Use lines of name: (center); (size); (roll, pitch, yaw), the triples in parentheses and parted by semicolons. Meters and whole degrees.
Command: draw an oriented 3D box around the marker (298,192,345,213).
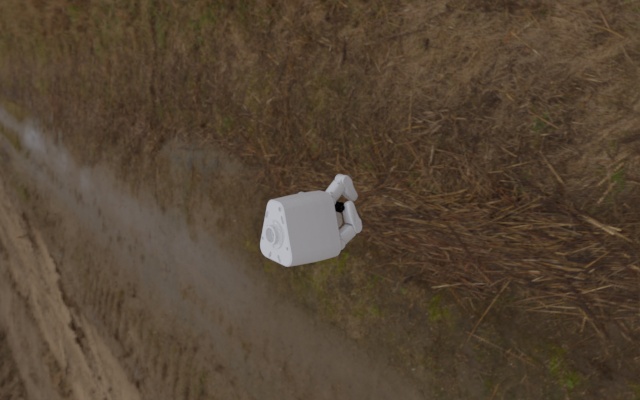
marker: (0.000, 0.003, 0.869); (0.020, 0.020, 0.121); (0, 10, -41)
